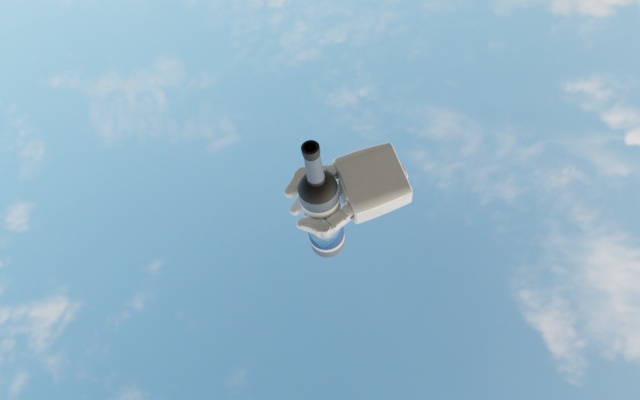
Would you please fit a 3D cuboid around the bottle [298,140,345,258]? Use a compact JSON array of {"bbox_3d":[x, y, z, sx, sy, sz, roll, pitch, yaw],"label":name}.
[{"bbox_3d":[0.000,0.003,0.806,0.069,0.069,0.296,0,-33,7],"label":"bottle"}]
